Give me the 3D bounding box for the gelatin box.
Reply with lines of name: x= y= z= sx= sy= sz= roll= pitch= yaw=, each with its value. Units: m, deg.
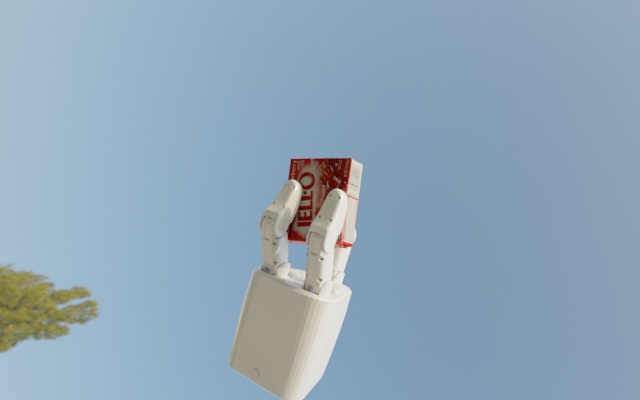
gelatin box: x=0.000 y=0.001 z=0.489 sx=0.073 sy=0.089 sz=0.030 roll=2 pitch=-11 yaw=31
